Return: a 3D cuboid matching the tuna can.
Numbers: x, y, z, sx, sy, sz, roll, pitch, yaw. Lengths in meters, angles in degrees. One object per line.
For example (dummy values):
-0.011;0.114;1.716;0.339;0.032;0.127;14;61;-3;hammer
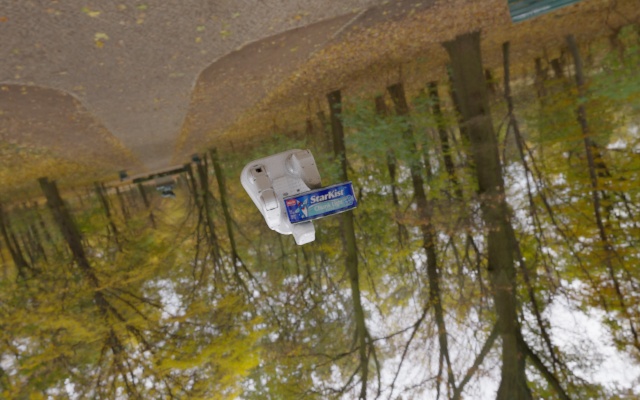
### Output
0.000;0.002;0.575;0.086;0.034;0.086;-15;1;0;tuna can
